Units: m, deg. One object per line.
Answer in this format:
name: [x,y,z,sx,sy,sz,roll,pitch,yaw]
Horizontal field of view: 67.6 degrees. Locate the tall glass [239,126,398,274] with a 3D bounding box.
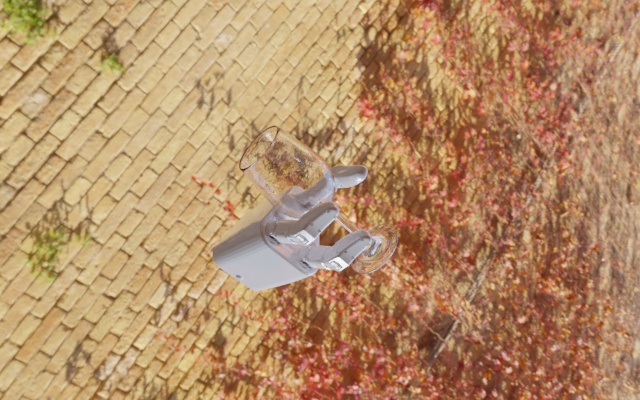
tall glass: [0.001,0.002,0.555,0.201,0.079,0.079,42,-22,-27]
